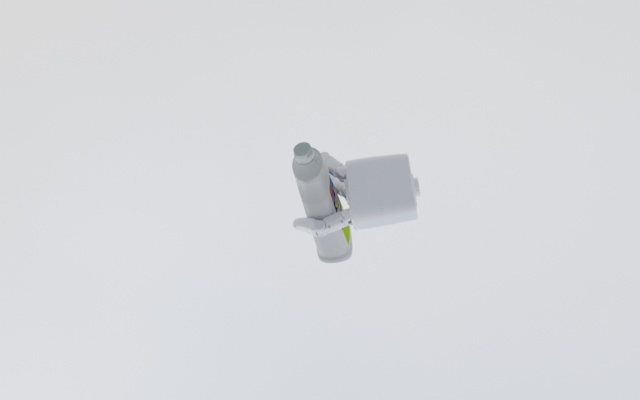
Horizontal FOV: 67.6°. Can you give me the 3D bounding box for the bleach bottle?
[{"bbox_3d":[0.000,0.003,0.813,0.068,0.102,0.251,-9,-38,9],"label":"bleach bottle"}]
